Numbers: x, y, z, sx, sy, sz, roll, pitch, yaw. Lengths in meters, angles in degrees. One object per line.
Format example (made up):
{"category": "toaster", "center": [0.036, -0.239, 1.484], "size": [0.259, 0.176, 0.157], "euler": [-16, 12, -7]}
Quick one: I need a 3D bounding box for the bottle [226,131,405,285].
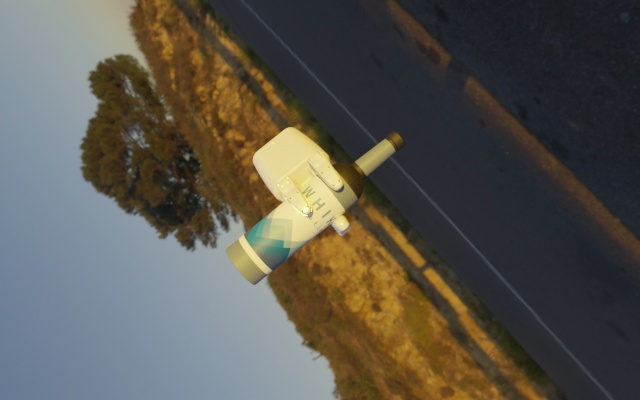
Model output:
{"category": "bottle", "center": [0.000, 0.002, 0.686], "size": [0.295, 0.069, 0.069], "euler": [-39, 2, -2]}
